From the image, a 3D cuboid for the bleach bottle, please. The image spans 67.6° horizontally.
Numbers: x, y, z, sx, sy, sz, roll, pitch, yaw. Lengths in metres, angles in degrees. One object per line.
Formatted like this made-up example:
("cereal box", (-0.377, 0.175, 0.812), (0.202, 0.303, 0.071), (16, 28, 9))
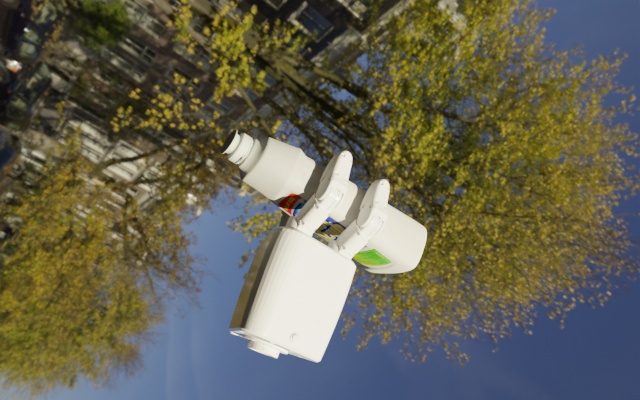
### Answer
("bleach bottle", (0.000, 0.002, 0.534), (0.251, 0.068, 0.102), (32, -22, -26))
